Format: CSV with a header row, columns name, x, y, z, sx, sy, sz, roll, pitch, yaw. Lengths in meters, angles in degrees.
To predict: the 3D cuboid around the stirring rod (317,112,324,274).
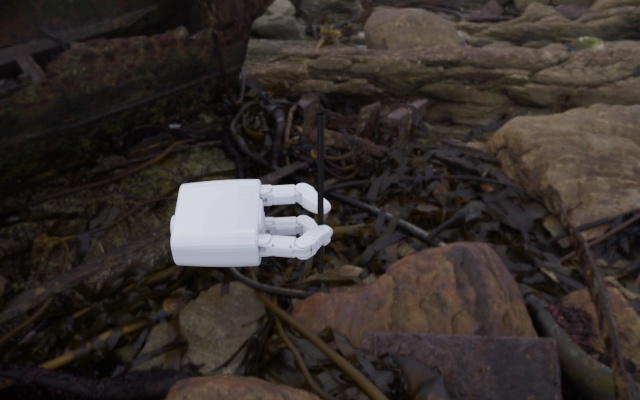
name,x,y,z,sx,sy,sz,roll,pitch,yaw
stirring rod,0.000,0.002,0.598,0.011,0.240,0.011,0,36,0
